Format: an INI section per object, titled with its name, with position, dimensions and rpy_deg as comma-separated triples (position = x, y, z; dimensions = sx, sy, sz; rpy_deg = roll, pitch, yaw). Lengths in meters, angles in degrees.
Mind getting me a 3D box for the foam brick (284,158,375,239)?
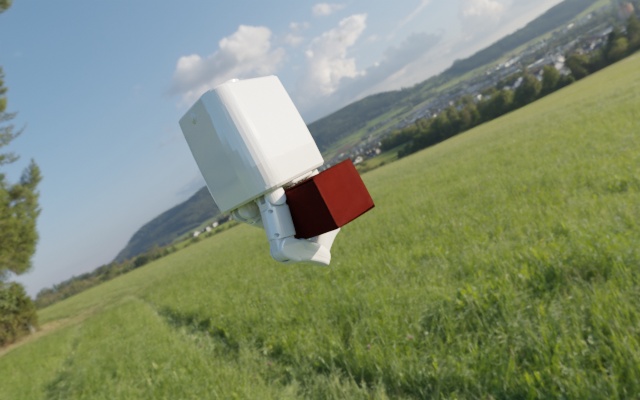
[foam brick]
position = 0.000, 0.001, 0.451
dimensions = 0.053, 0.051, 0.078
rpy_deg = -29, 4, -39
